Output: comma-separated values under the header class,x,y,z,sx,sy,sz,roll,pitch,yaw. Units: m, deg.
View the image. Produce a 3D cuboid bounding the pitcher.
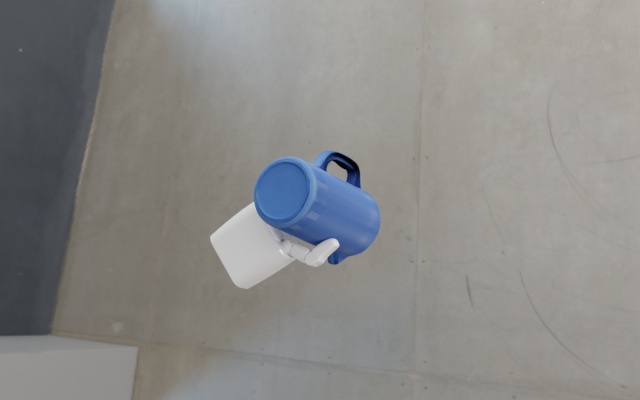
class,x,y,z,sx,sy,sz,roll,pitch,yaw
pitcher,0.000,0.003,0.792,0.145,0.149,0.243,-35,-26,15
